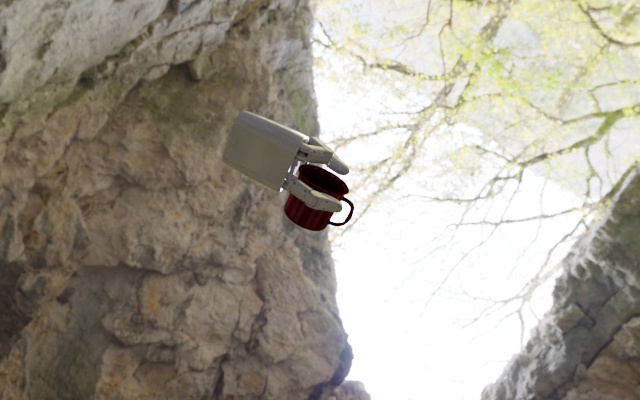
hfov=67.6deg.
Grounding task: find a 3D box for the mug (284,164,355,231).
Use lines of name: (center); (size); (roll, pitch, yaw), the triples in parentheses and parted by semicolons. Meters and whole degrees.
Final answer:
mug: (0.001, 0.003, 0.801); (0.117, 0.081, 0.093); (27, 23, 1)
